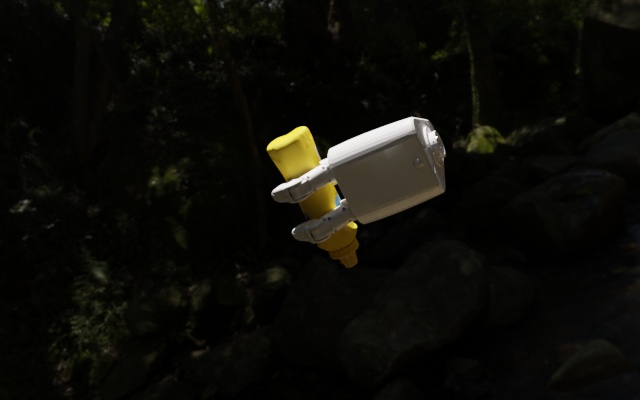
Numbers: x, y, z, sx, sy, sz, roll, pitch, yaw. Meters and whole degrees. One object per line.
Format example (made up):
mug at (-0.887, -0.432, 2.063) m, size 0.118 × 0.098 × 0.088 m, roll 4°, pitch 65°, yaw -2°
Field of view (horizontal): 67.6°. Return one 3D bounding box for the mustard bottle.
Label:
mustard bottle at (0.000, 0.002, 0.616) m, size 0.058 × 0.192 × 0.096 m, roll -27°, pitch 13°, yaw 2°
